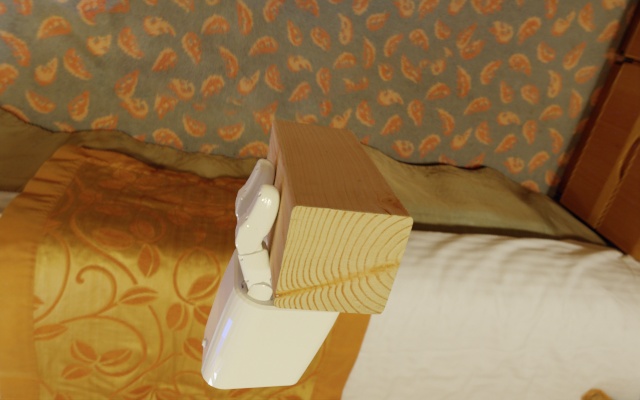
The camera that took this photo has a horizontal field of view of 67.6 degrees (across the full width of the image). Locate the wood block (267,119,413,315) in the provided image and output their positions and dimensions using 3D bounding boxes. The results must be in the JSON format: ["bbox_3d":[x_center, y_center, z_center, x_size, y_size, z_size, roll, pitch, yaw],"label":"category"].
[{"bbox_3d":[0.000,0.002,0.440,0.091,0.090,0.206,7,25,-13],"label":"wood block"}]
